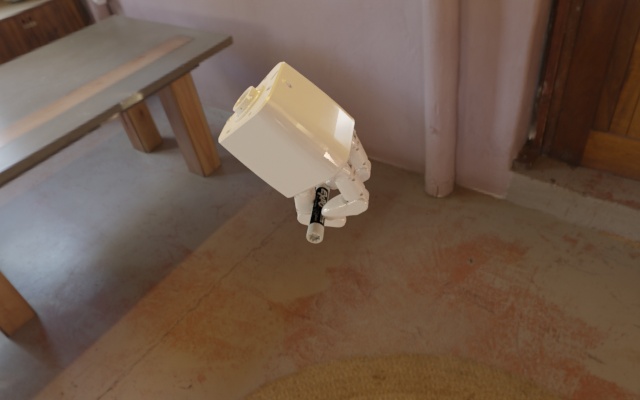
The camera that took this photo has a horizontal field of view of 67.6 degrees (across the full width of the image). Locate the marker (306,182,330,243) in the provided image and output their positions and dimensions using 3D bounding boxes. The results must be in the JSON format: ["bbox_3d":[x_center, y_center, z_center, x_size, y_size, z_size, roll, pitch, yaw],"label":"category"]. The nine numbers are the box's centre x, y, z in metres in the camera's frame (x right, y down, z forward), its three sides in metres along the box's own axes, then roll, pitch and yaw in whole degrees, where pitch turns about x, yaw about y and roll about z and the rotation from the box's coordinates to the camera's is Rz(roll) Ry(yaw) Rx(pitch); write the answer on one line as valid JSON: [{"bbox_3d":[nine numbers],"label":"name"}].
[{"bbox_3d":[0.000,0.002,0.582,0.020,0.020,0.121,0,42,9],"label":"marker"}]
